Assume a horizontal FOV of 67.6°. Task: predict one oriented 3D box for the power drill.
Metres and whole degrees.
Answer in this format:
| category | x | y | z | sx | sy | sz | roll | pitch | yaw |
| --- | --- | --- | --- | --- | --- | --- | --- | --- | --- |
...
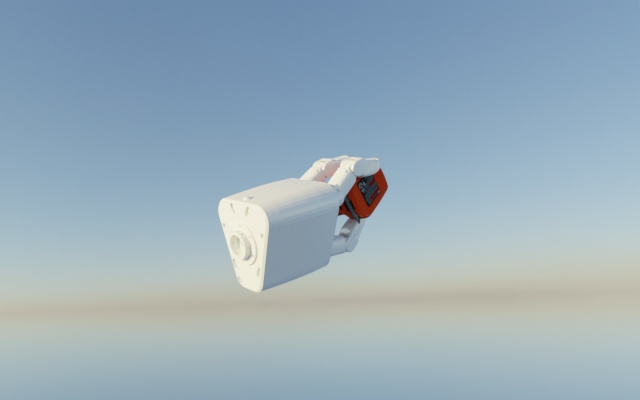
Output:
| category | x | y | z | sx | sy | sz | roll | pitch | yaw |
| --- | --- | --- | --- | --- | --- | --- | --- | --- | --- |
| power drill | 0.000 | 0.002 | 0.688 | 0.188 | 0.057 | 0.184 | -22 | 16 | 32 |
